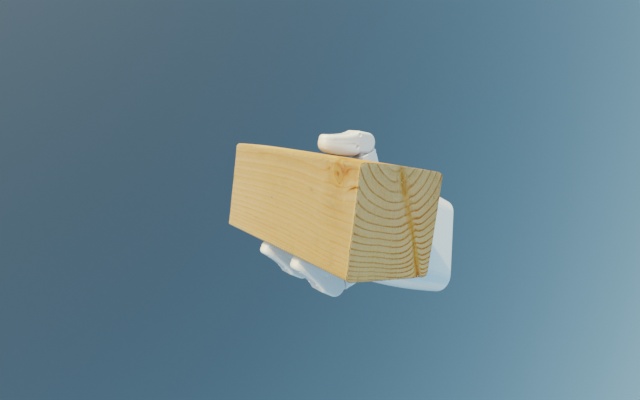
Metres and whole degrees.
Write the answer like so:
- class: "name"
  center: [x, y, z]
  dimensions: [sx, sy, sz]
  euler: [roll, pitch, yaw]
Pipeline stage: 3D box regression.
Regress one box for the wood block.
- class: "wood block"
  center: [0.001, 0.001, 0.449]
  dimensions: [0.090, 0.091, 0.206]
  euler: [3, 7, -36]
